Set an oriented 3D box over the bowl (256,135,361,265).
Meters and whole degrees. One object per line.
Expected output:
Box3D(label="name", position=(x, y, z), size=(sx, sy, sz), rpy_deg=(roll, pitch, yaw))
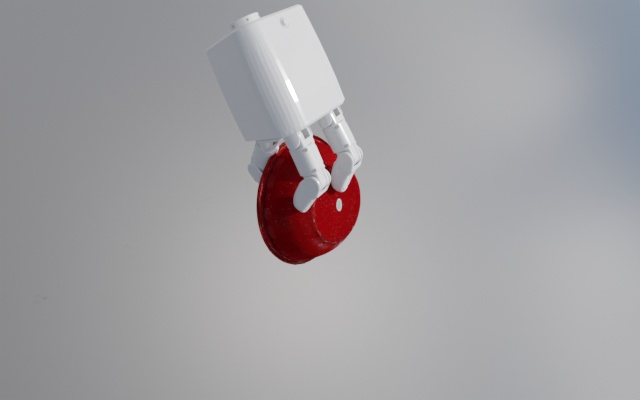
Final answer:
Box3D(label="bowl", position=(0.001, 0.003, 0.573), size=(0.055, 0.162, 0.162), rpy_deg=(8, 5, 39))
